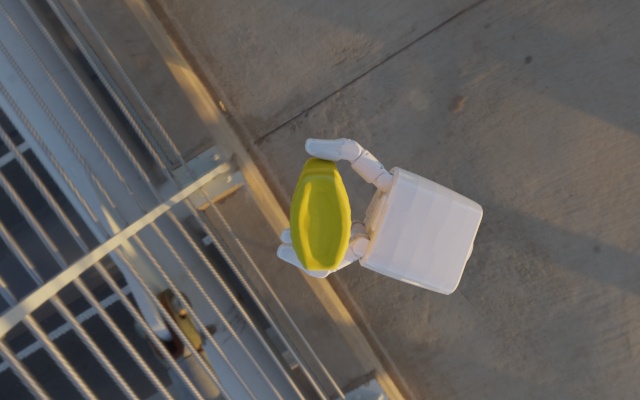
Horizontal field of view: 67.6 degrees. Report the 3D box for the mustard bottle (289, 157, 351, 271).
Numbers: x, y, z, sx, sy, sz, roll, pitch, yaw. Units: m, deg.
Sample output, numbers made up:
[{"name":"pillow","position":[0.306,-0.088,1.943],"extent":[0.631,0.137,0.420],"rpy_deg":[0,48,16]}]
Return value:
[{"name":"mustard bottle","position":[0.000,0.002,0.531],"extent":[0.058,0.096,0.191],"rpy_deg":[-2,13,1]}]
